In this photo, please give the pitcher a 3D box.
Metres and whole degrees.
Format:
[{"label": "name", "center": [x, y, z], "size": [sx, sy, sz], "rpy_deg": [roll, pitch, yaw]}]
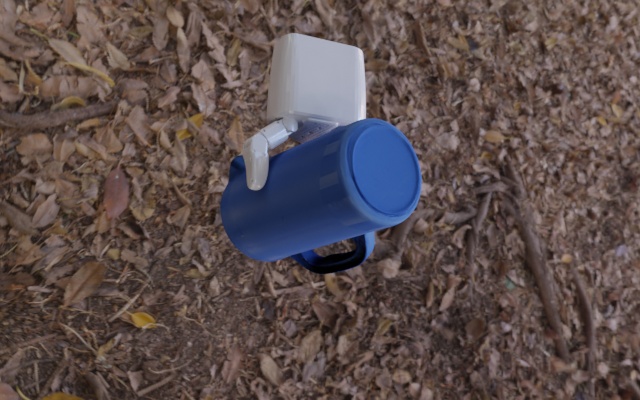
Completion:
[{"label": "pitcher", "center": [0.000, 0.002, 0.552], "size": [0.149, 0.145, 0.243], "rpy_deg": [13, -18, -33]}]
